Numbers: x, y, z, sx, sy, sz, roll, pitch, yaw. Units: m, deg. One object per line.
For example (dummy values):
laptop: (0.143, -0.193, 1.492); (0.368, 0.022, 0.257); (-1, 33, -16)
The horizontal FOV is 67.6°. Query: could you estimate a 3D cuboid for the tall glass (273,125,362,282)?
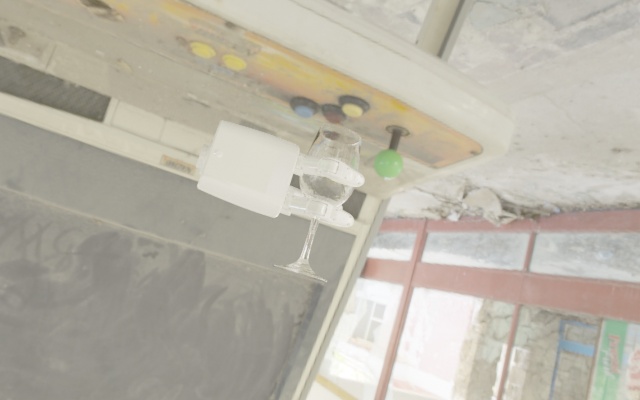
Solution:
tall glass: (0.000, 0.003, 0.643); (0.079, 0.201, 0.079); (16, -11, 3)
